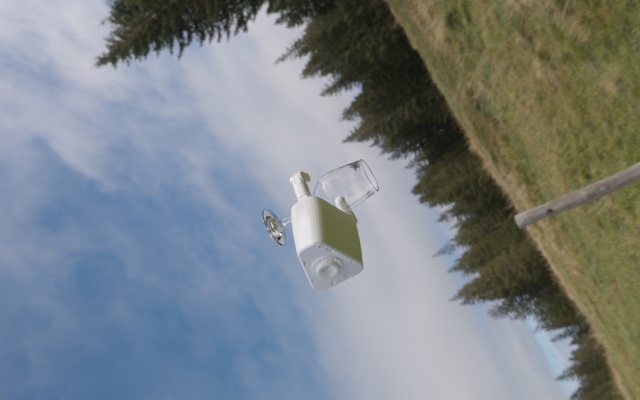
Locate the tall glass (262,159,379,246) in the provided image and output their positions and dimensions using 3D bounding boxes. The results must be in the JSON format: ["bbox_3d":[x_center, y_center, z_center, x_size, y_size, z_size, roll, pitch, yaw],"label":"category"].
[{"bbox_3d":[-0.001,0.003,0.835,0.201,0.079,0.079,-29,-9,16],"label":"tall glass"}]
